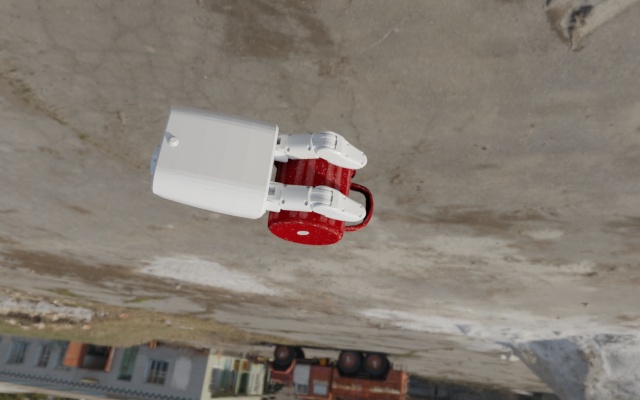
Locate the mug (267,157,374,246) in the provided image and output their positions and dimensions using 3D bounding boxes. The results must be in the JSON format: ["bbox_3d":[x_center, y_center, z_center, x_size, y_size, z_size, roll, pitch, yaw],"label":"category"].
[{"bbox_3d":[0.001,0.002,0.518,0.117,0.081,0.093,11,-21,-9],"label":"mug"}]
